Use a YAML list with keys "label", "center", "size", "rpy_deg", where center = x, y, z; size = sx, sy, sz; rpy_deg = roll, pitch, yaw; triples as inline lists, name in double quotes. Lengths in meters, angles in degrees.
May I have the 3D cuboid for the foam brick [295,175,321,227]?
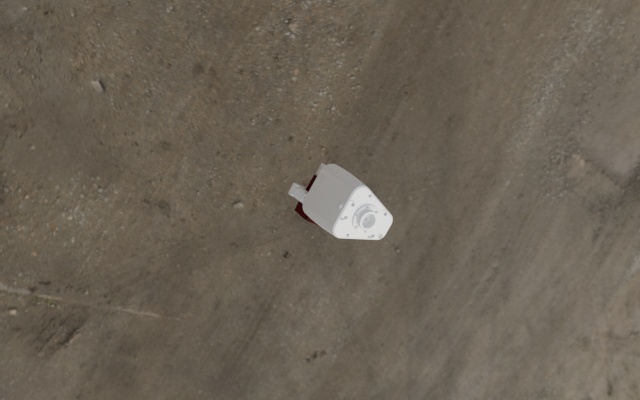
- label: "foam brick"
  center: [0.000, 0.003, 0.861]
  size: [0.053, 0.078, 0.051]
  rpy_deg: [24, 8, -35]
